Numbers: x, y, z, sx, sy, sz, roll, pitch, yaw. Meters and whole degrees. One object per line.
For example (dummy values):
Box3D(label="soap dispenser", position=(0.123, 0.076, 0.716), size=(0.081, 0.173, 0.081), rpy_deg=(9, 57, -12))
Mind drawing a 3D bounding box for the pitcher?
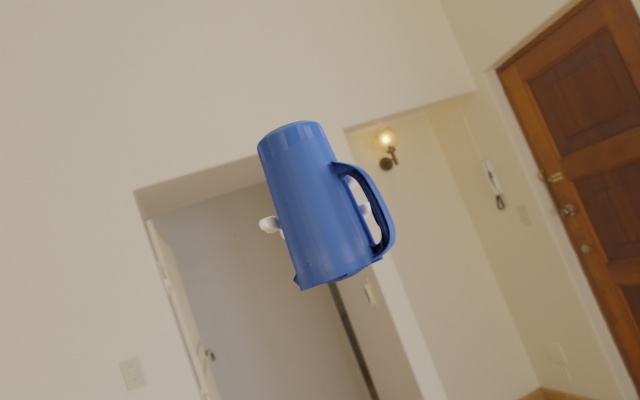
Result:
Box3D(label="pitcher", position=(0.000, 0.002, 0.726), size=(0.149, 0.243, 0.145), rpy_deg=(-19, -8, -13))
